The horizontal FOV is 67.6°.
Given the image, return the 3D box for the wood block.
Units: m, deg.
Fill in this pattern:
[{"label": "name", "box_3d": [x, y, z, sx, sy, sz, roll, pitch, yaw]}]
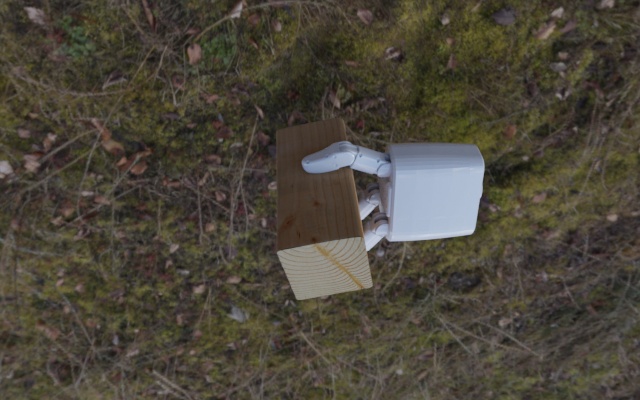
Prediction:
[{"label": "wood block", "box_3d": [0.000, 0.002, 0.574, 0.090, 0.091, 0.206, -11, 44, 5]}]
